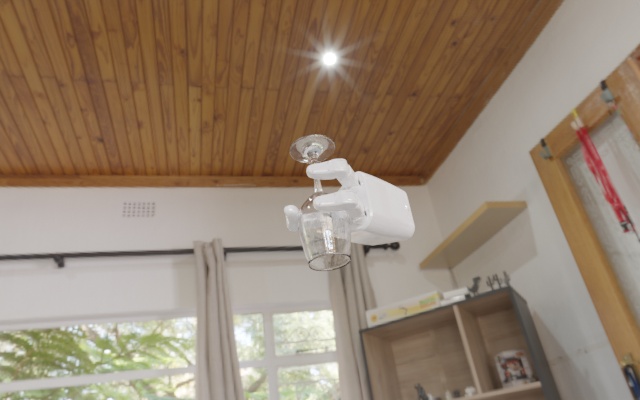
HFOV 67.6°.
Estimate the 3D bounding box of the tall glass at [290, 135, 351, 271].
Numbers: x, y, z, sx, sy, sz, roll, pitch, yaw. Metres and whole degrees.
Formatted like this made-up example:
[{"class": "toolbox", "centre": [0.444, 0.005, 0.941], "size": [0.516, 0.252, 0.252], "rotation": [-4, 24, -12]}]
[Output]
[{"class": "tall glass", "centre": [0.000, 0.002, 0.722], "size": [0.079, 0.201, 0.079], "rotation": [-6, -30, -4]}]
